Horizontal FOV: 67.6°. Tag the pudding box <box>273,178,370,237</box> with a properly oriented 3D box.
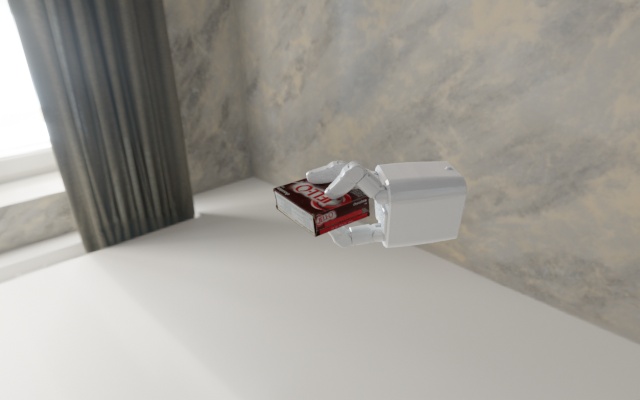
[{"bbox_3d":[0.000,0.002,0.661,0.090,0.039,0.113,-19,26,-28],"label":"pudding box"}]
